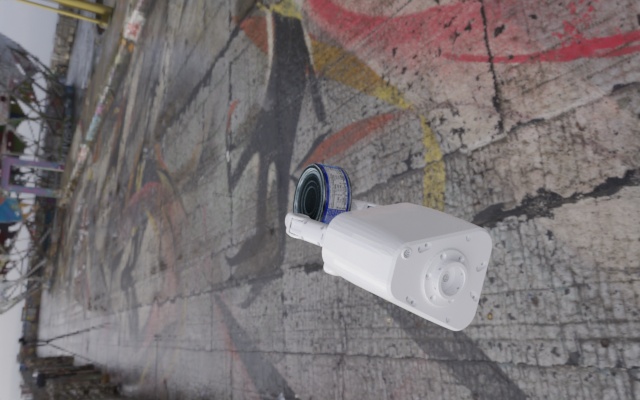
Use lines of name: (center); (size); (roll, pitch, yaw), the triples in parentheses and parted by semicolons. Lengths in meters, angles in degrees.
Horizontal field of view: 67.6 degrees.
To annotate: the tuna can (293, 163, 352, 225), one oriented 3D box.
tuna can: (0.000, 0.002, 0.540); (0.034, 0.086, 0.086); (8, -3, -26)
